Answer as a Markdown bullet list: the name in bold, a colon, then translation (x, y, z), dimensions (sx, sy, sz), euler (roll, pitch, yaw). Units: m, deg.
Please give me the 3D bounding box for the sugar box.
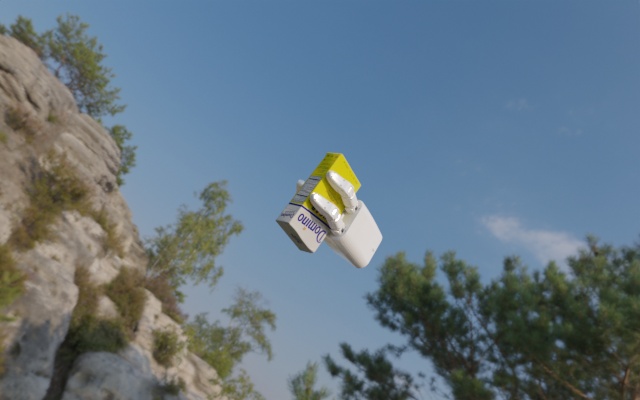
- **sugar box**: translation (0.001, 0.003, 0.898), dimensions (0.048, 0.176, 0.093), euler (8, -35, 43)
